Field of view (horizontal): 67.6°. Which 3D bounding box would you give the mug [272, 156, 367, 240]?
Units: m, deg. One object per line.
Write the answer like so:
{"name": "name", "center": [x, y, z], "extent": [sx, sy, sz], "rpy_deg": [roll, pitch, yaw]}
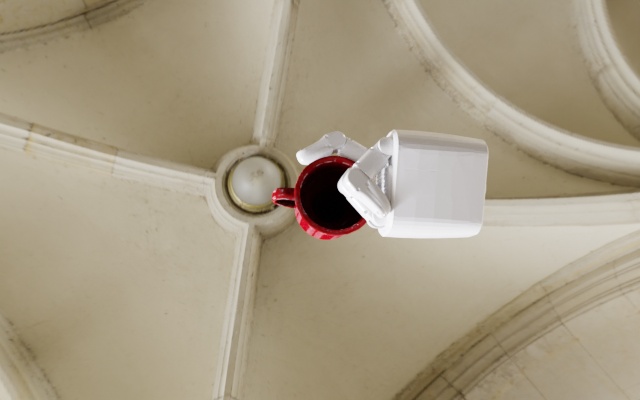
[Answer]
{"name": "mug", "center": [-0.001, 0.002, 0.574], "extent": [0.117, 0.093, 0.081], "rpy_deg": [3, -13, -7]}
